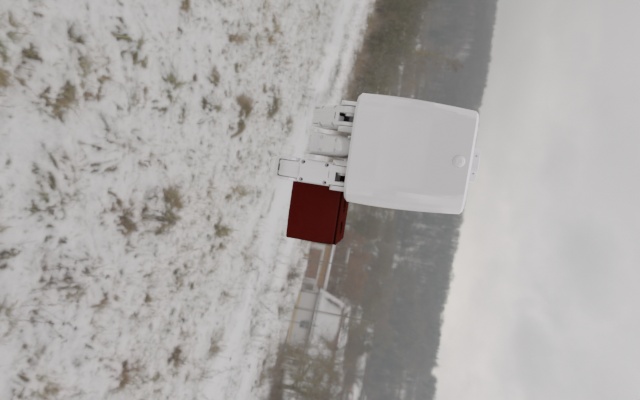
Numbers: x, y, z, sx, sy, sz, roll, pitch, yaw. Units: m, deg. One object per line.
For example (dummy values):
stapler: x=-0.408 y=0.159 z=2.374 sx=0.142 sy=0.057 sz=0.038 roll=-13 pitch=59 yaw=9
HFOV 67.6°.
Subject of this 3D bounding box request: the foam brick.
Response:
foam brick: x=0.000 y=0.002 z=0.482 sx=0.051 sy=0.078 sz=0.053 roll=9 pitch=5 yaw=10
